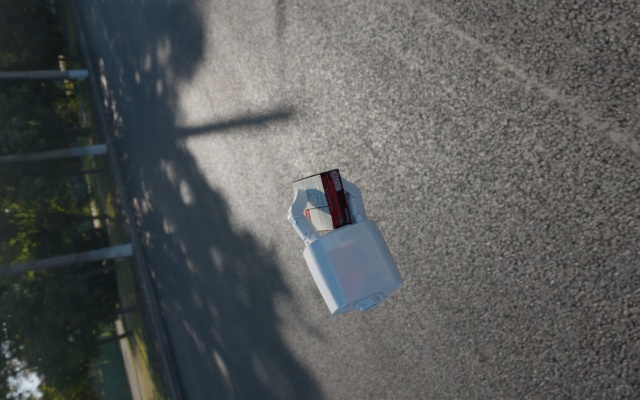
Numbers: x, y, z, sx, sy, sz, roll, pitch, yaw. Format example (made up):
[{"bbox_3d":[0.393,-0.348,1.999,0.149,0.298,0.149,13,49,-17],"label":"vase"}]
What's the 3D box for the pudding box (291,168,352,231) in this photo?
[{"bbox_3d":[0.000,0.003,0.756,0.039,0.090,0.113,-14,2,-29],"label":"pudding box"}]
